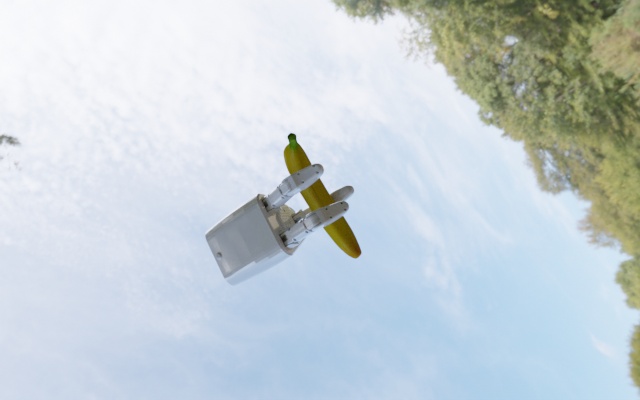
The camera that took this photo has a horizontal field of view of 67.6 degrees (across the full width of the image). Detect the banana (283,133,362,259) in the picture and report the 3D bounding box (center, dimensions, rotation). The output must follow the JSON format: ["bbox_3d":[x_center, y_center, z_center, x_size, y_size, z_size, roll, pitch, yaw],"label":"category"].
[{"bbox_3d":[-0.004,-0.004,0.679,0.037,0.198,0.069,-31,11,0],"label":"banana"}]
